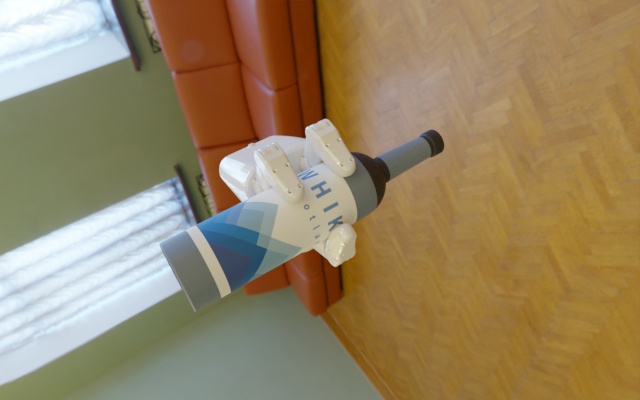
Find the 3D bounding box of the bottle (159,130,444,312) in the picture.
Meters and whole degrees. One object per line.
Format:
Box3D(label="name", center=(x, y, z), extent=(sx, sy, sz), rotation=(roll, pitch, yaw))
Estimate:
Box3D(label="bottle", center=(0.000, 0.002, 0.456), extent=(0.295, 0.069, 0.069), rotation=(-28, 10, -20))
